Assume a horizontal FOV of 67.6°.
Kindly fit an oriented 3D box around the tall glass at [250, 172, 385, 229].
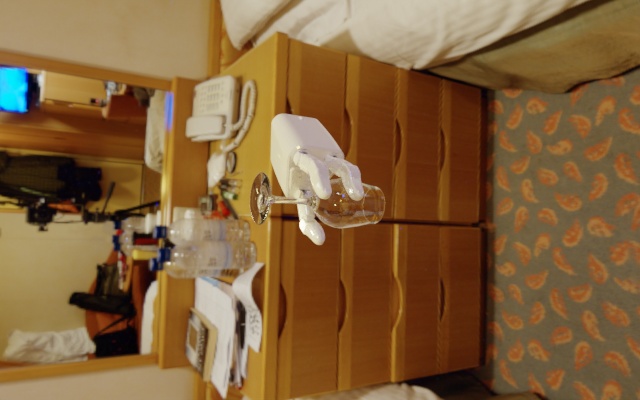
[{"bbox_3d":[0.000,0.002,0.722,0.201,0.079,0.079,4,-2,-30],"label":"tall glass"}]
